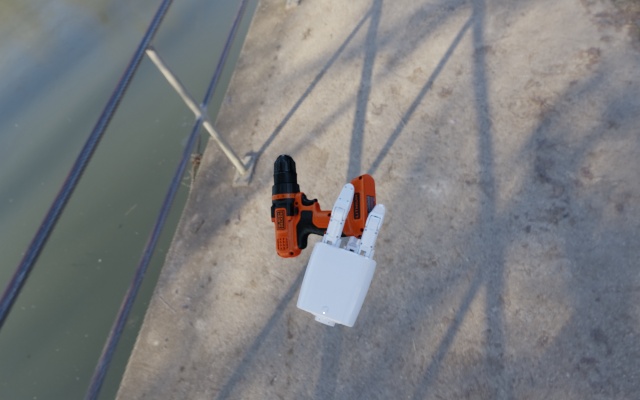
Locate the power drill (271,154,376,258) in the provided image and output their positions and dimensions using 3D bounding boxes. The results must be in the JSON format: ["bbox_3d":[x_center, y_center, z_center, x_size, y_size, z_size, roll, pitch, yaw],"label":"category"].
[{"bbox_3d":[0.001,0.003,0.816,0.187,0.184,0.057,-6,-5,29],"label":"power drill"}]
